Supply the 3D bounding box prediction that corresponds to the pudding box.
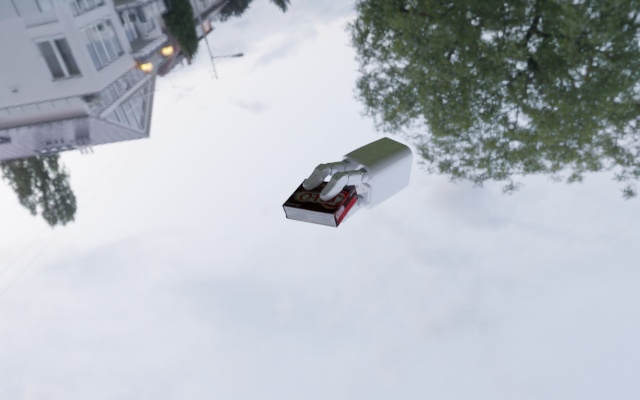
[{"bbox_3d":[0.000,0.003,0.881,0.113,0.039,0.090,7,38,30],"label":"pudding box"}]
